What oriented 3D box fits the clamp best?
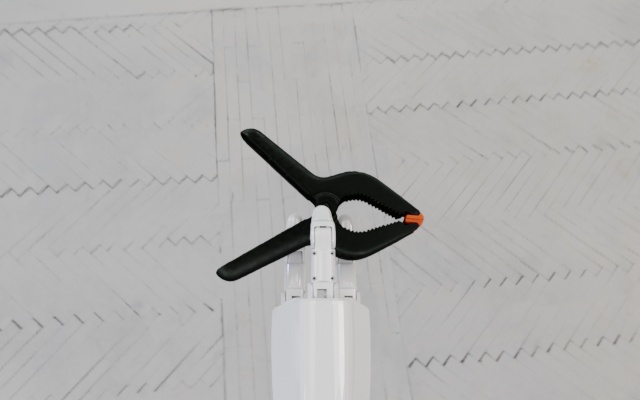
[{"bbox_3d":[0.001,0.002,0.499,0.210,0.164,0.036,0,-15,-1],"label":"clamp"}]
